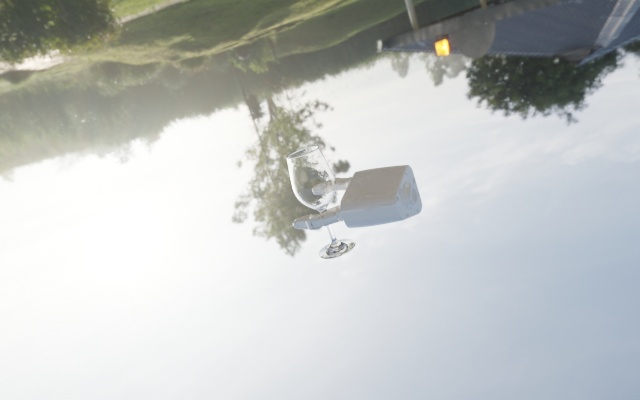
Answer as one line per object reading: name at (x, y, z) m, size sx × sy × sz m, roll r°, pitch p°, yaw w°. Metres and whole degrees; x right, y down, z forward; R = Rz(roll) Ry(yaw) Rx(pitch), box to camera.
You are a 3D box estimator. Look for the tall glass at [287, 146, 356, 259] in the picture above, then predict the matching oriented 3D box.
tall glass at (0.000, 0.004, 0.881) m, size 0.079 × 0.201 × 0.079 m, roll -18°, pitch 17°, yaw 6°
